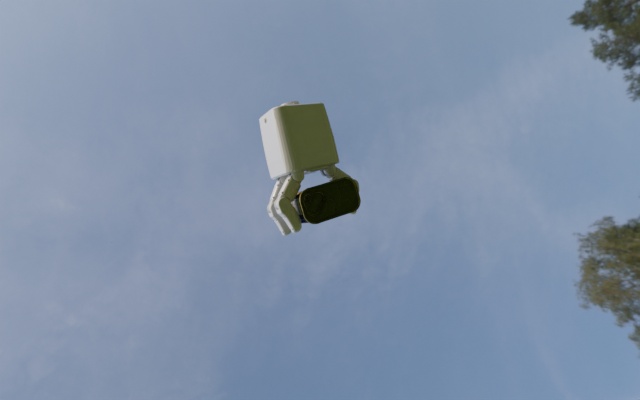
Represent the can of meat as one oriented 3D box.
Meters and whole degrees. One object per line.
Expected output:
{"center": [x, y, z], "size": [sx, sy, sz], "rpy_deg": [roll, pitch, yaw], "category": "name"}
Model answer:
{"center": [0.000, 0.003, 0.780], "size": [0.102, 0.057, 0.084], "rpy_deg": [-18, 3, -24], "category": "can of meat"}
